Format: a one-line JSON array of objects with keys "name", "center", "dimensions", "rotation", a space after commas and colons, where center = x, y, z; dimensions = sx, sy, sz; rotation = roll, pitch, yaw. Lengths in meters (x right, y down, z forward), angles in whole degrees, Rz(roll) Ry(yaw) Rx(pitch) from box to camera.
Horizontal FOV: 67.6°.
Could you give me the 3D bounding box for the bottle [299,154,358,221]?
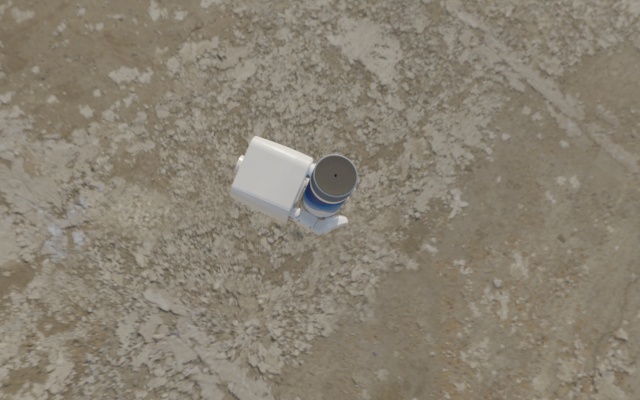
[{"name": "bottle", "center": [0.000, 0.003, 0.827], "dimensions": [0.069, 0.069, 0.296], "rotation": [0, -15, -9]}]
